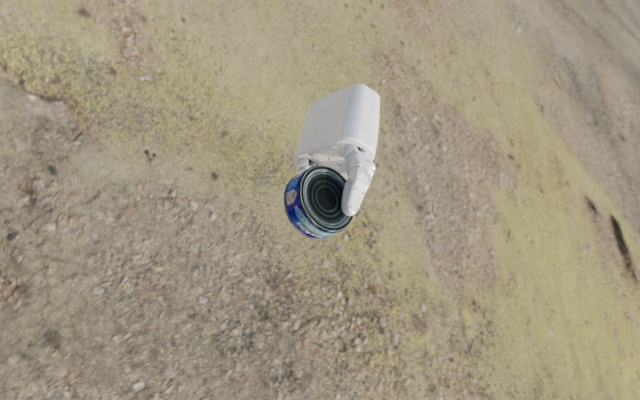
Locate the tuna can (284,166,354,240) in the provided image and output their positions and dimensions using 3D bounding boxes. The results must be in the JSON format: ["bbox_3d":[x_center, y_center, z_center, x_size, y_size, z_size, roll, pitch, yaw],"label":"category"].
[{"bbox_3d":[0.000,0.002,0.576,0.086,0.086,0.034,0,-17,-39],"label":"tuna can"}]
